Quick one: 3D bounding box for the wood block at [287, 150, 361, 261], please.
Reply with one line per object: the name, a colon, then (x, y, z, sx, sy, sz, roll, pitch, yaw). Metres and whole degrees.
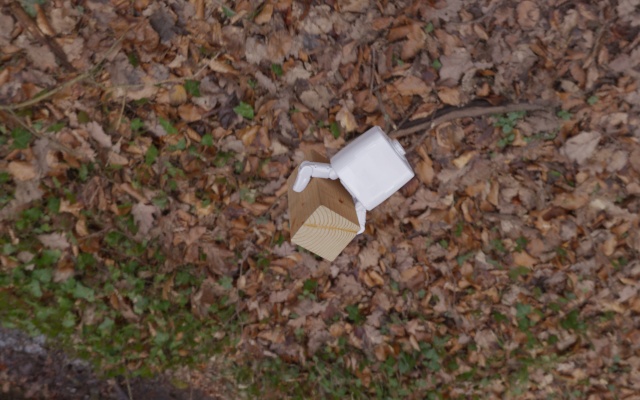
wood block: (0.000, 0.003, 0.895, 0.091, 0.090, 0.206, 30, 24, -22)
